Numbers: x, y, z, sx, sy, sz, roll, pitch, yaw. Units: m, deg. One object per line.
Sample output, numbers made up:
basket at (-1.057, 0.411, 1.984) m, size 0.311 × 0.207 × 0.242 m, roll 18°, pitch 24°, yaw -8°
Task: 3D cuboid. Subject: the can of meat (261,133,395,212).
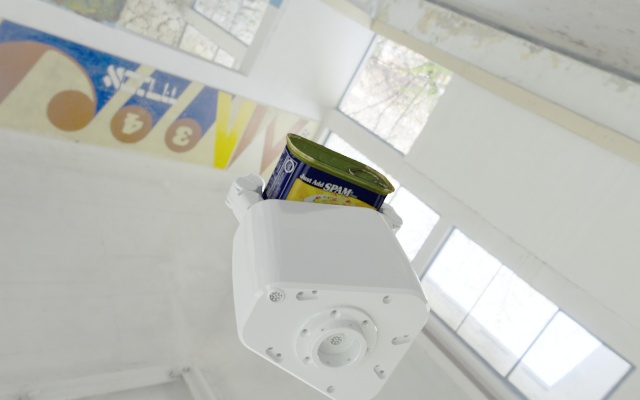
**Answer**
can of meat at (0.000, 0.002, 0.420) m, size 0.102 × 0.084 × 0.057 m, roll 21°, pitch 19°, yaw -22°
